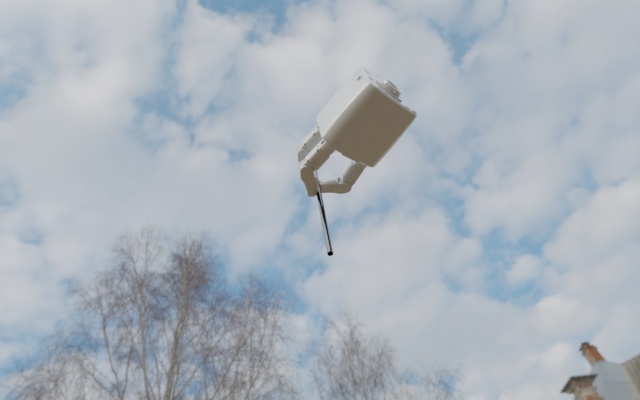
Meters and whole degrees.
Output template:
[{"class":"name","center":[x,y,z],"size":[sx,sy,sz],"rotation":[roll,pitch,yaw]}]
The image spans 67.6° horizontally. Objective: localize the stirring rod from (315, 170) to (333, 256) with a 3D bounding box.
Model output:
[{"class":"stirring rod","center":[0.000,0.002,0.715],"size":[0.011,0.011,0.239],"rotation":[0,33,-7]}]
